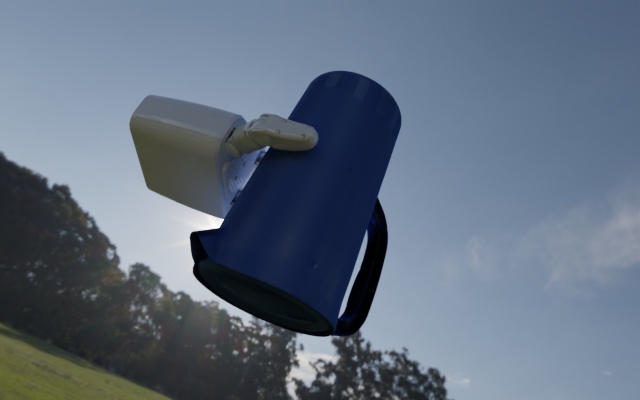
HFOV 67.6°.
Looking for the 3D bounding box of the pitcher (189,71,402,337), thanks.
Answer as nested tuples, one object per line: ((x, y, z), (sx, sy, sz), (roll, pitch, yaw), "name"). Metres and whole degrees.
((0.000, 0.001, 0.463), (0.145, 0.242, 0.149), (17, -28, 17), "pitcher")
